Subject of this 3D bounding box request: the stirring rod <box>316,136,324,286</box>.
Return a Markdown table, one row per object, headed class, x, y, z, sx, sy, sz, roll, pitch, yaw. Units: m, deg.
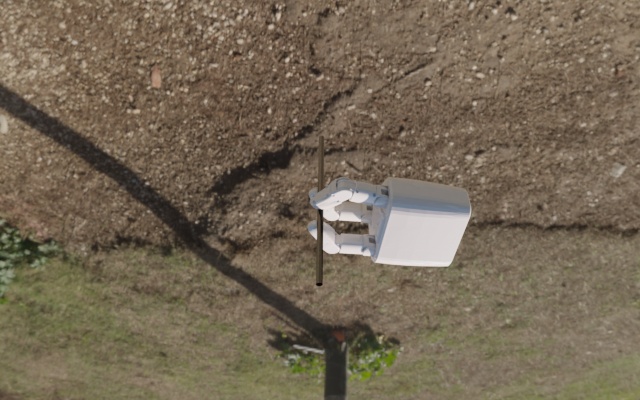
| class | x | y | z | sx | sy | sz | roll | pitch | yaw |
| --- | --- | --- | --- | --- | --- | --- | --- | --- | --- |
| stirring rod | 0.000 | 0.002 | 0.617 | 0.011 | 0.239 | 0.011 | 1 | -39 | 0 |
